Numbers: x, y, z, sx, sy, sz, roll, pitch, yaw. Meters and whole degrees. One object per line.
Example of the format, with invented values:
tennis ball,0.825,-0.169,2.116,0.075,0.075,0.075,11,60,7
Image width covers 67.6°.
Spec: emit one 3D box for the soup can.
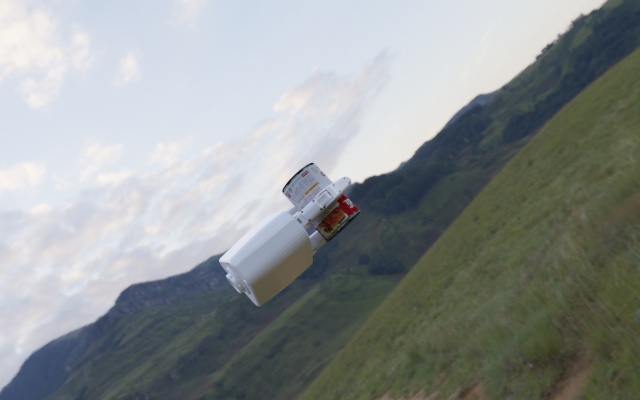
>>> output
soup can,0.000,0.002,0.709,0.068,0.102,0.068,-42,-8,-7
